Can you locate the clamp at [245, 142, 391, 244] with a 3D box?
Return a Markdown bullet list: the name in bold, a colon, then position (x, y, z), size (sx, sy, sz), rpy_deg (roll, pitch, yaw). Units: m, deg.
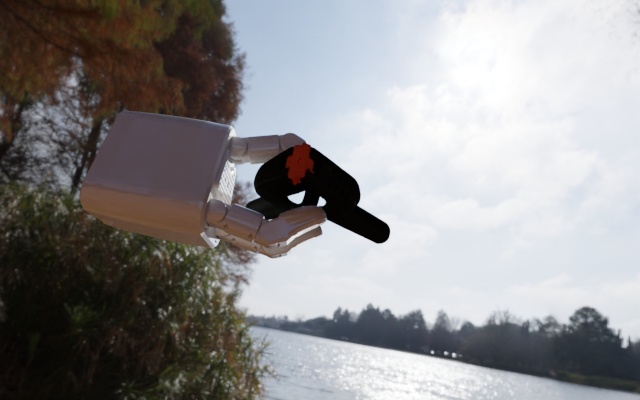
- **clamp**: position (0.000, 0.001, 0.453), size (0.164, 0.036, 0.210), rpy_deg (10, -16, -1)
